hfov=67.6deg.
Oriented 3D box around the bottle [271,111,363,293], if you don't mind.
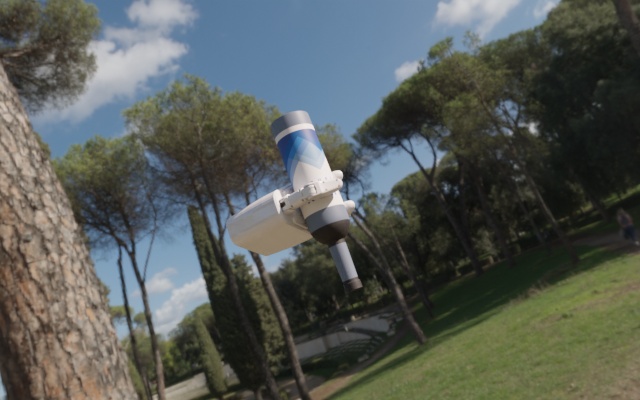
[{"bbox_3d":[0.000,0.002,0.756,0.069,0.295,0.069,-20,-13,-5],"label":"bottle"}]
